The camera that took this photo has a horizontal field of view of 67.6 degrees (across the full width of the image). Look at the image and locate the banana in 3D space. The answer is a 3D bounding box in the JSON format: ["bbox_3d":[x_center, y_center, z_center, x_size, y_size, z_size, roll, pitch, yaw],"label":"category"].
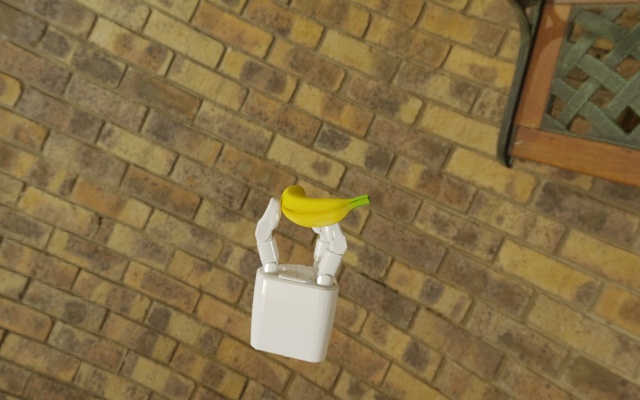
[{"bbox_3d":[-0.015,0.007,0.624,0.069,0.037,0.198,-15,13,-26],"label":"banana"}]
